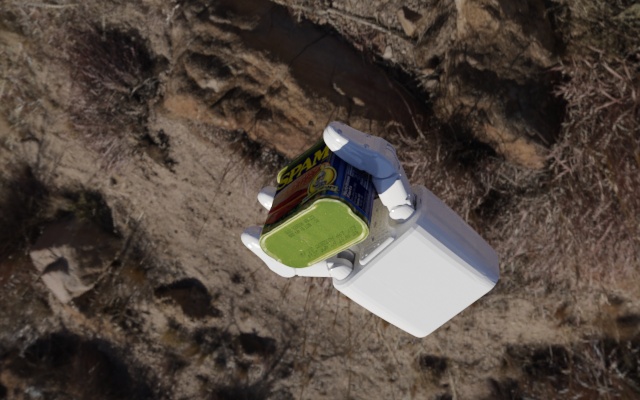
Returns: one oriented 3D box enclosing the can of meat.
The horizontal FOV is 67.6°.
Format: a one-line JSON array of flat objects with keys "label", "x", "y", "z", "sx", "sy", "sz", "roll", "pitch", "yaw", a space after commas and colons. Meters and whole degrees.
[{"label": "can of meat", "x": 0.000, "y": 0.001, "z": 0.402, "sx": 0.057, "sy": 0.084, "sz": 0.102, "roll": 39, "pitch": -49, "yaw": -23}]
